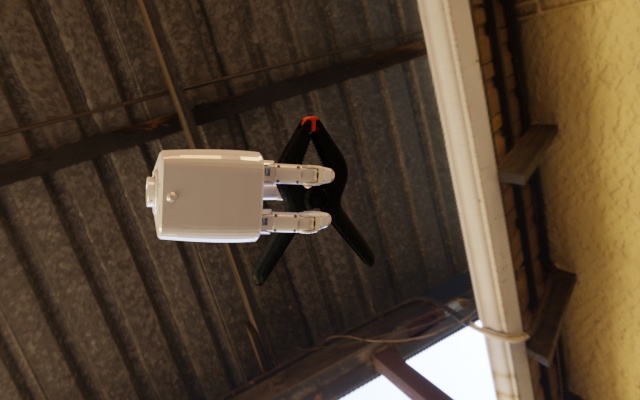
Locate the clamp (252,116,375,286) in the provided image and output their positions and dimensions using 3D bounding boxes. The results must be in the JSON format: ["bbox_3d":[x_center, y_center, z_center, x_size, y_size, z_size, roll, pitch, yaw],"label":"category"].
[{"bbox_3d":[0.000,0.001,0.602,0.164,0.210,0.036,1,8,-23],"label":"clamp"}]
